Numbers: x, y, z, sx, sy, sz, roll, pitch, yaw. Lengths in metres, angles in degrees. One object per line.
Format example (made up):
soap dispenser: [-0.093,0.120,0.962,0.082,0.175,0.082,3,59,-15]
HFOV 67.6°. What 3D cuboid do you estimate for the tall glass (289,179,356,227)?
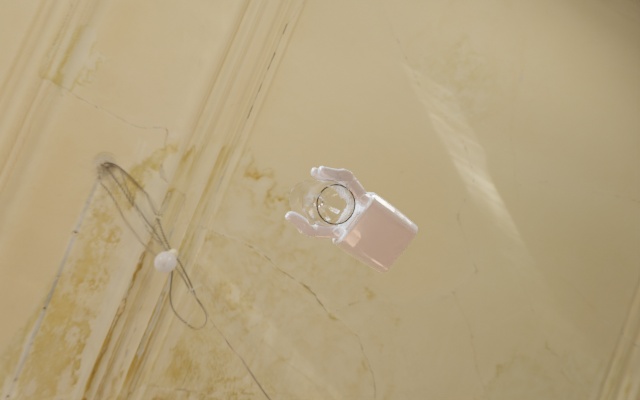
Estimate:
tall glass: [0.000,0.003,0.815,0.079,0.079,0.201,0,2,-14]
